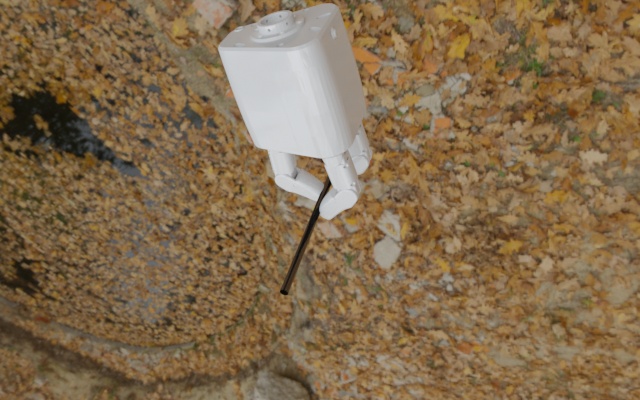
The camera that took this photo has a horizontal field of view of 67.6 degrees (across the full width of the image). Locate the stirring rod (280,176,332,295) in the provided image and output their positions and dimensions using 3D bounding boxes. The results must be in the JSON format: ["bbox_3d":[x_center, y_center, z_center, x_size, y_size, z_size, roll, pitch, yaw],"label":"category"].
[{"bbox_3d":[0.000,0.002,0.510,0.011,0.011,0.239,0,42,22],"label":"stirring rod"}]
